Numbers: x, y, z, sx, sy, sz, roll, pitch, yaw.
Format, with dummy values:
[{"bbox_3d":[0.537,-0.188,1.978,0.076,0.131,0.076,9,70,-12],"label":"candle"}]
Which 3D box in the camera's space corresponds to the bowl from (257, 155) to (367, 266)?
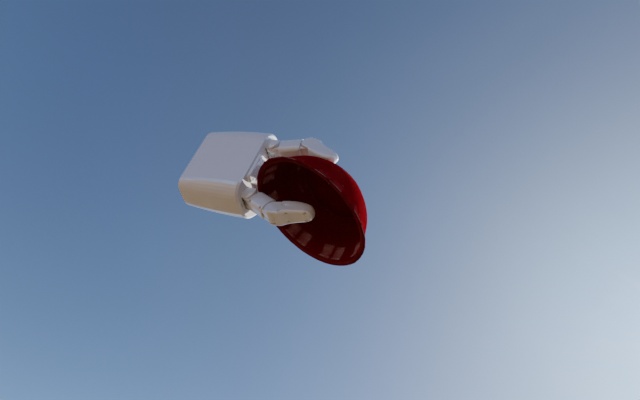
[{"bbox_3d":[0.001,0.002,0.584,0.162,0.162,0.055,0,35,48],"label":"bowl"}]
